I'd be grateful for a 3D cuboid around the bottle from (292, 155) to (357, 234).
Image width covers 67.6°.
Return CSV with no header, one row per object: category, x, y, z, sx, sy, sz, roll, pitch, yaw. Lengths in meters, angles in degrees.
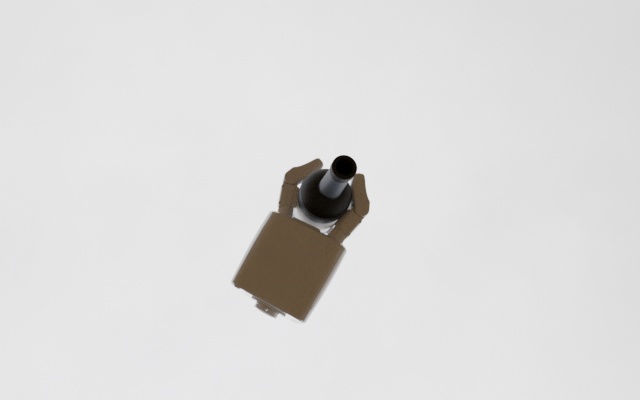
bottle,0.000,0.002,0.636,0.069,0.069,0.296,0,-15,-10
